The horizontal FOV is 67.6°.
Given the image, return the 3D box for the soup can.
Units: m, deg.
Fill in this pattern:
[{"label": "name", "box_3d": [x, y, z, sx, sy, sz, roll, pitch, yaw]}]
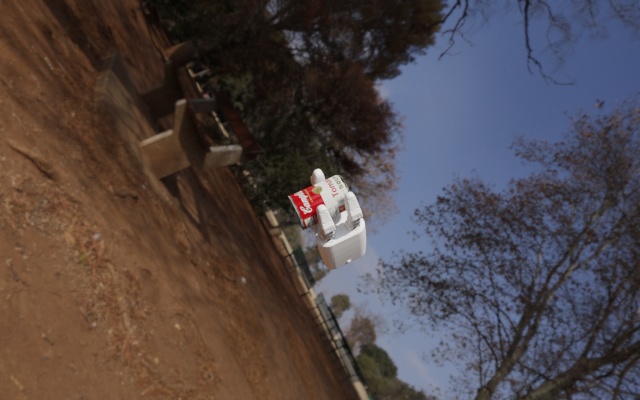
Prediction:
[{"label": "soup can", "box_3d": [0.000, 0.002, 0.871, 0.102, 0.068, 0.068, -24, 4, -8]}]
